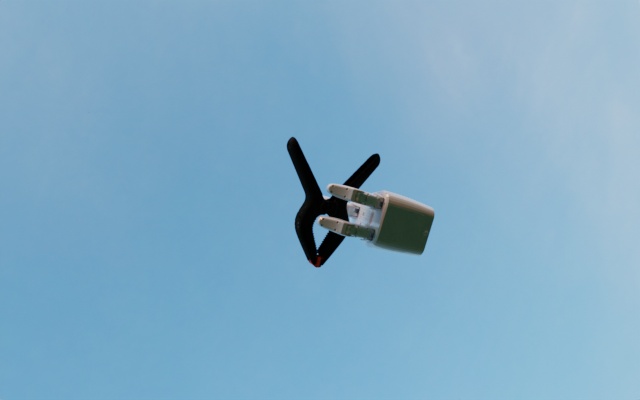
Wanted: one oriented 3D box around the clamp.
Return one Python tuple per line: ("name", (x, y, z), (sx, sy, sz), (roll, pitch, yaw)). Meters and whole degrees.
("clamp", (0.000, 0.003, 0.781), (0.164, 0.210, 0.036), (16, 3, -22))
